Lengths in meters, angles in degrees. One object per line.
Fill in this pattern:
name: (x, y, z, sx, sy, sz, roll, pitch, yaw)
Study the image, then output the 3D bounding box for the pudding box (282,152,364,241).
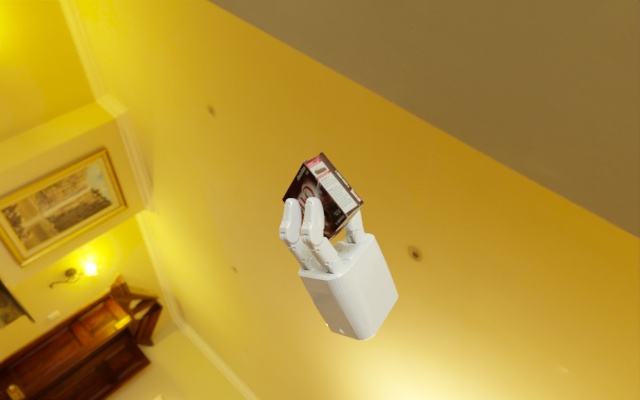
pudding box: (0.000, 0.002, 0.637, 0.039, 0.090, 0.113, -34, -11, -32)
